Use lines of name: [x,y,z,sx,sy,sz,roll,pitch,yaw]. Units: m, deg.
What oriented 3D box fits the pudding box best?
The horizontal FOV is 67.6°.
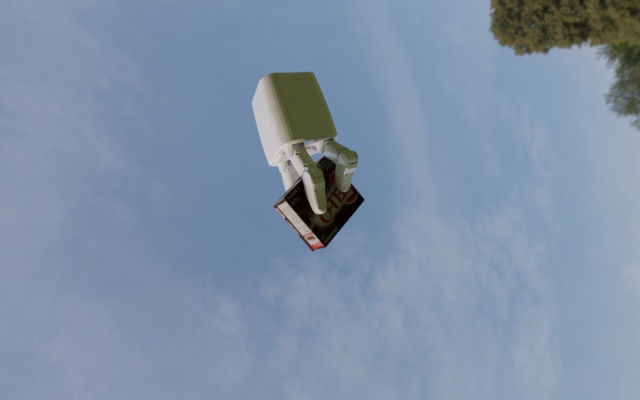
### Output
pudding box: [0.000,0.002,0.676,0.113,0.090,0.039,-48,12,-34]
